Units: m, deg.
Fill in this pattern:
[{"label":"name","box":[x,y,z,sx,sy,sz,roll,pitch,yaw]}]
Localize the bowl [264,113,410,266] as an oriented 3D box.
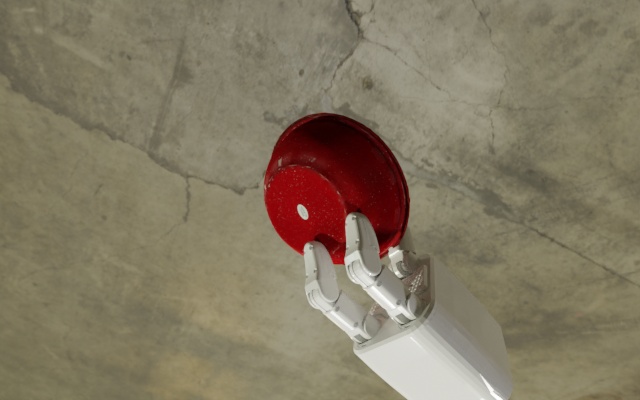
[{"label":"bowl","box":[-0.001,0.001,0.456,0.162,0.162,0.055,0,21,36]}]
